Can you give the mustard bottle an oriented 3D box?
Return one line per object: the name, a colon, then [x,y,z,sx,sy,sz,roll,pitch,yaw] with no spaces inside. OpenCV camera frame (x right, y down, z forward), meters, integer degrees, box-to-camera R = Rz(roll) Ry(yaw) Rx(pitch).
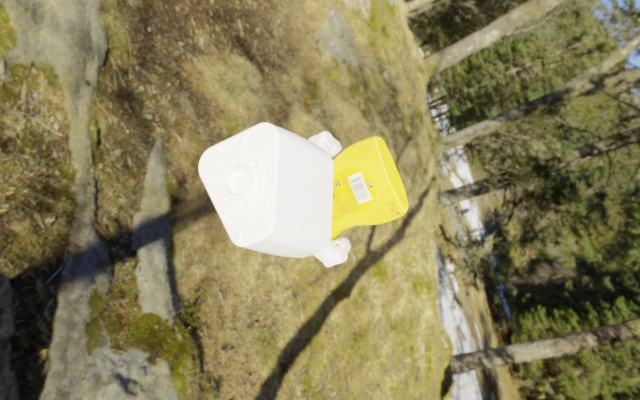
mustard bottle: [0.000,0.002,0.571,0.191,0.096,0.058,-21,4,23]
